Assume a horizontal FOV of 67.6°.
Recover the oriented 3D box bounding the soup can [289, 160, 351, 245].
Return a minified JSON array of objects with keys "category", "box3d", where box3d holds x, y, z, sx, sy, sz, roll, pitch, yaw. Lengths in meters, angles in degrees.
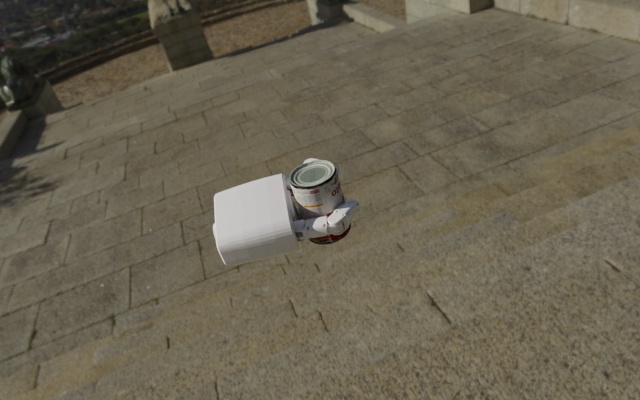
[{"category":"soup can","box3d":[0.001,0.002,0.674,0.068,0.102,0.068,-11,35,8]}]
